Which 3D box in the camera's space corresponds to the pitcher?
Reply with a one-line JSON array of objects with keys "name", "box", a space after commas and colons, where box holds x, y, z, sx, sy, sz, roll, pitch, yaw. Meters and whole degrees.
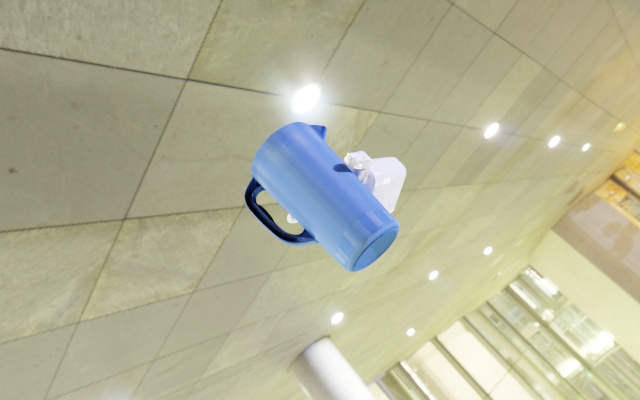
[{"name": "pitcher", "box": [0.000, 0.002, 0.768, 0.145, 0.149, 0.242, -17, 55, -45]}]
